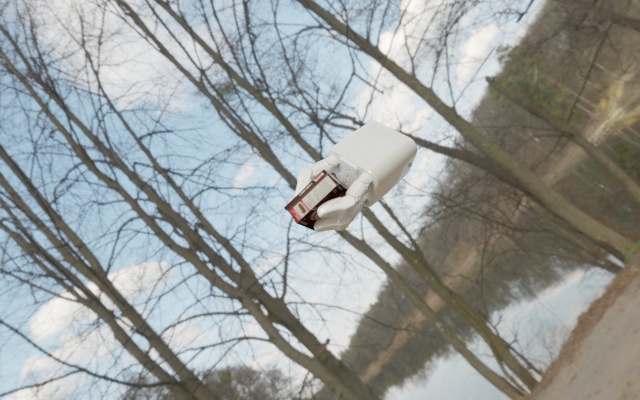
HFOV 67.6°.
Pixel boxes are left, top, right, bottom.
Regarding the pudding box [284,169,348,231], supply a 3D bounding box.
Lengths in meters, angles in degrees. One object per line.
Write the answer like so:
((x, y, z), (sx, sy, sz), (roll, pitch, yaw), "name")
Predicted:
((0.000, 0.002, 0.765), (0.039, 0.090, 0.113), (47, 5, 20), "pudding box")
